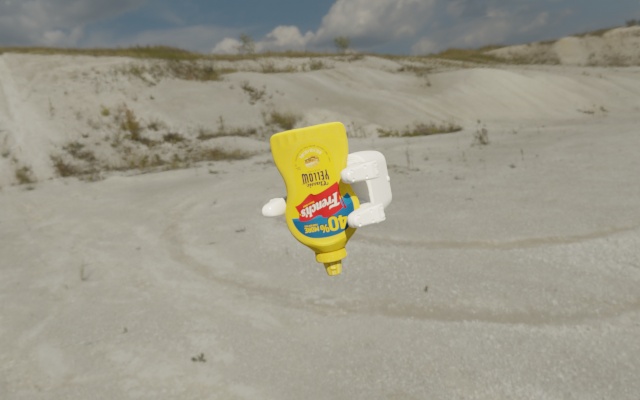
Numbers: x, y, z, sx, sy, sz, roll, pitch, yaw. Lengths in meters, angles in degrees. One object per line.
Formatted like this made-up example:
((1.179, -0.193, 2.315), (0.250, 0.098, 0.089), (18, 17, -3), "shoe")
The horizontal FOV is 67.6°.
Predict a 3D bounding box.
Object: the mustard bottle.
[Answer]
((0.000, 0.002, 0.611), (0.096, 0.191, 0.058), (-11, 7, 0), "mustard bottle")
